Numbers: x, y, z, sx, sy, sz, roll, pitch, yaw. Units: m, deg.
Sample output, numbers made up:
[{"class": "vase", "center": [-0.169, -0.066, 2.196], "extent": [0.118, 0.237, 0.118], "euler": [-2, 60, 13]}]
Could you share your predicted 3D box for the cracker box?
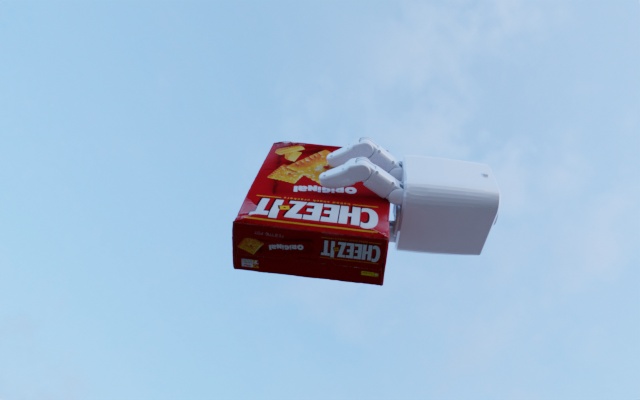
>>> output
[{"class": "cracker box", "center": [0.000, 0.002, 0.582], "extent": [0.164, 0.072, 0.213], "euler": [5, 30, 5]}]
